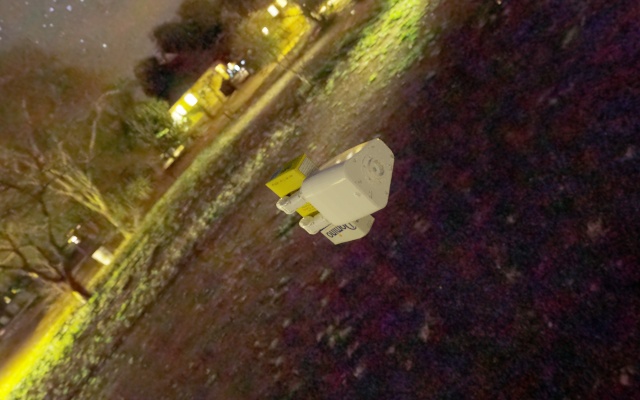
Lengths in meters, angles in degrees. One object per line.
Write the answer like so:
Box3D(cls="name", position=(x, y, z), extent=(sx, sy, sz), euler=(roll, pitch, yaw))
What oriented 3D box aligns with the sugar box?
Box3D(cls="sugar box", position=(0.000, 0.003, 0.824), extent=(0.176, 0.048, 0.093), euler=(43, -35, -18))
